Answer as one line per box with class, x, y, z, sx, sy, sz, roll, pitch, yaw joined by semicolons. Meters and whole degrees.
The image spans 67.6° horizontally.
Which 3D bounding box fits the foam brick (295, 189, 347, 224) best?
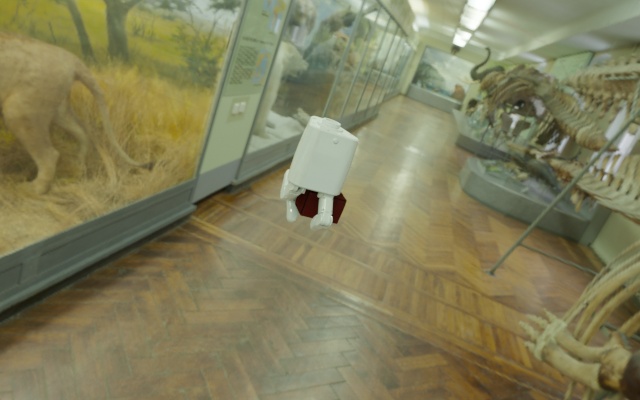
foam brick;0.000;0.003;0.882;0.078;0.051;0.053;14;21;-22
